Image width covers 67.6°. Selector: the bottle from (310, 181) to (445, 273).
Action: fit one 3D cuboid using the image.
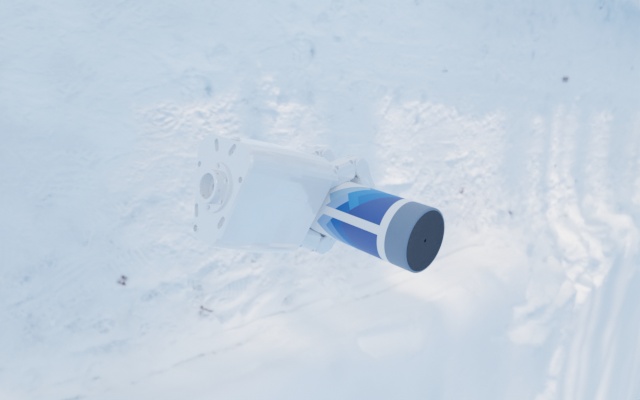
[{"bbox_3d":[0.000,0.002,0.558,0.069,0.069,0.295,0,15,-45],"label":"bottle"}]
